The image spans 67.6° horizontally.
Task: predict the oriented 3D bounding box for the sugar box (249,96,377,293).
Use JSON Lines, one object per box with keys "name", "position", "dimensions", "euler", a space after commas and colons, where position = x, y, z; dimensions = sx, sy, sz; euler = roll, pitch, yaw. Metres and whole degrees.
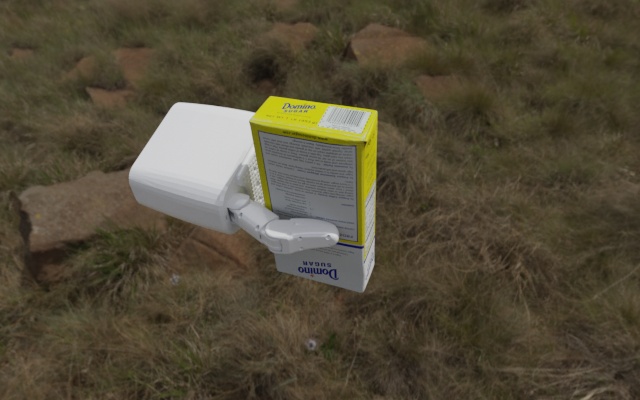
{"name": "sugar box", "position": [0.000, 0.001, 0.416], "dimensions": [0.093, 0.176, 0.048], "euler": [12, 47, 17]}
